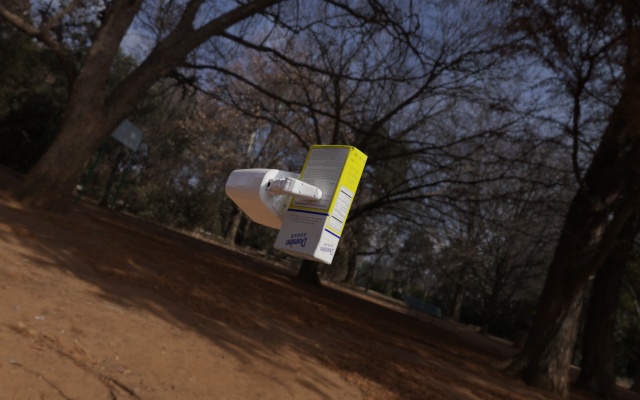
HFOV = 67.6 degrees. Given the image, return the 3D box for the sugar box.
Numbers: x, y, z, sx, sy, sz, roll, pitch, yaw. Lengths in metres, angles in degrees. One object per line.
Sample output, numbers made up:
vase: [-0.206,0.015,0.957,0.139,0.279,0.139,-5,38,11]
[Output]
sugar box: [0.000,0.002,0.727,0.093,0.176,0.048,7,-16,45]
